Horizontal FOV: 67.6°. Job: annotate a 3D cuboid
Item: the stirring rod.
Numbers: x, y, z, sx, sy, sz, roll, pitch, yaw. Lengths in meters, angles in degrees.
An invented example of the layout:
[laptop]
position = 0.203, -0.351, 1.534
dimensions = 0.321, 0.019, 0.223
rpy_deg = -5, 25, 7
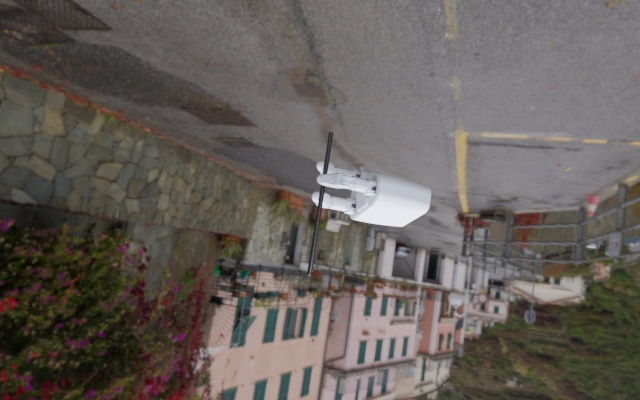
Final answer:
[stirring rod]
position = 0.000, 0.003, 0.794
dimensions = 0.011, 0.239, 0.011
rpy_deg = 9, -8, 1
